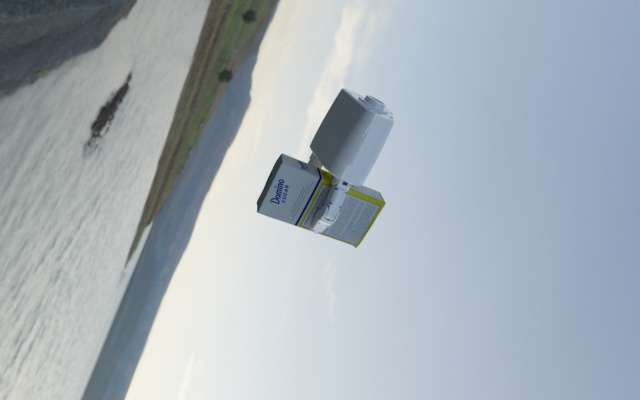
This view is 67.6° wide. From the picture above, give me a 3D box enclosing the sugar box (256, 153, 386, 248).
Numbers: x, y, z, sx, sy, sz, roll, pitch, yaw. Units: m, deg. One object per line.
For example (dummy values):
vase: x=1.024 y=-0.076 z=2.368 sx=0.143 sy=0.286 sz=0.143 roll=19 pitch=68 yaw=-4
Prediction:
sugar box: x=0.000 y=0.002 z=0.734 sx=0.176 sy=0.093 sz=0.048 roll=22 pitch=23 yaw=-17
